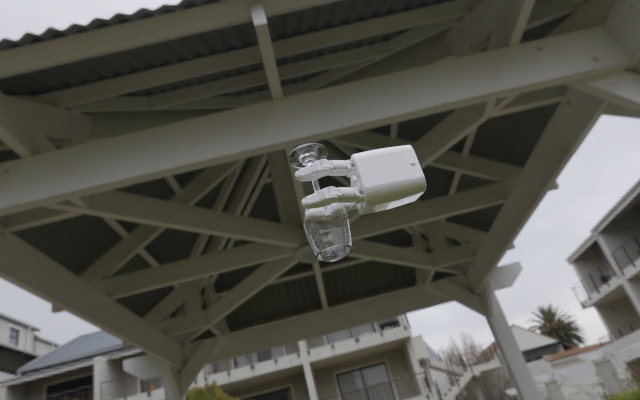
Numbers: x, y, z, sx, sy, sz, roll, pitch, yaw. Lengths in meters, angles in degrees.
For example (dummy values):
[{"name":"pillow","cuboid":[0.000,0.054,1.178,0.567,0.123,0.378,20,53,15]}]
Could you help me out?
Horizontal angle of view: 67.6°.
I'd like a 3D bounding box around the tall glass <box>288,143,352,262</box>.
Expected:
[{"name":"tall glass","cuboid":[0.000,0.002,0.825,0.079,0.201,0.079,-11,-29,-6]}]
